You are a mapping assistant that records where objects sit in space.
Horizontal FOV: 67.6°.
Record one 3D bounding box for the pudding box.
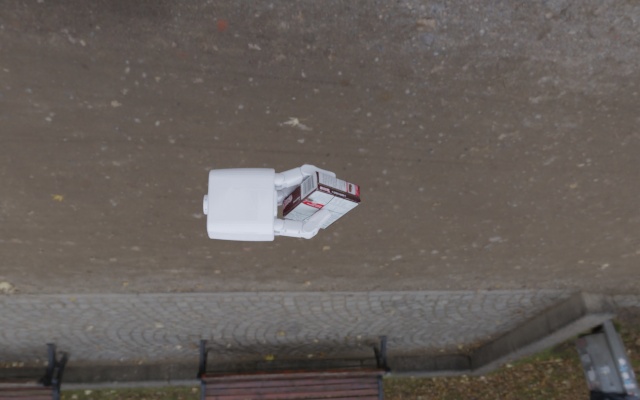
[{"bbox_3d":[0.000,0.003,0.812,0.090,0.039,0.113,17,-34,-29],"label":"pudding box"}]
